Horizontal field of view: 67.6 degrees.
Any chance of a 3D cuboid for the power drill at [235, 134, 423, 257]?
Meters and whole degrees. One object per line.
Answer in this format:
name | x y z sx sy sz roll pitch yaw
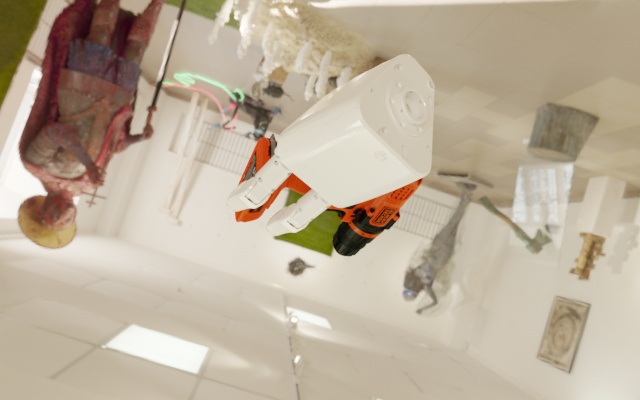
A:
power drill | 0.000 0.002 0.556 0.187 0.057 0.184 9 -40 -21
